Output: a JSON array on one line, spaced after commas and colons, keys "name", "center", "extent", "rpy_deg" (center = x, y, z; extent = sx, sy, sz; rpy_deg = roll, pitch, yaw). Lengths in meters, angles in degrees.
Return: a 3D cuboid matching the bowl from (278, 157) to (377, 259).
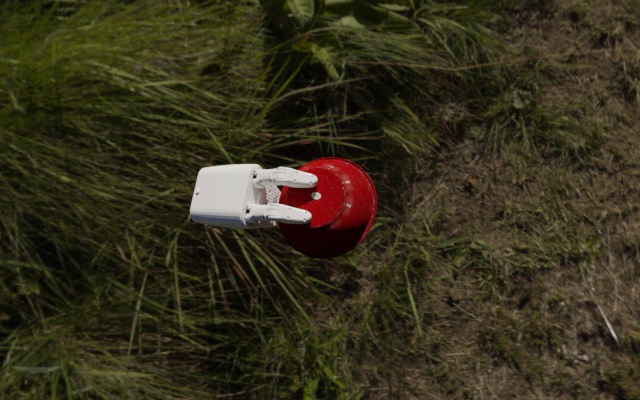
[{"name": "bowl", "center": [0.001, 0.002, 0.708], "extent": [0.162, 0.162, 0.055], "rpy_deg": [0, -16, 19]}]
